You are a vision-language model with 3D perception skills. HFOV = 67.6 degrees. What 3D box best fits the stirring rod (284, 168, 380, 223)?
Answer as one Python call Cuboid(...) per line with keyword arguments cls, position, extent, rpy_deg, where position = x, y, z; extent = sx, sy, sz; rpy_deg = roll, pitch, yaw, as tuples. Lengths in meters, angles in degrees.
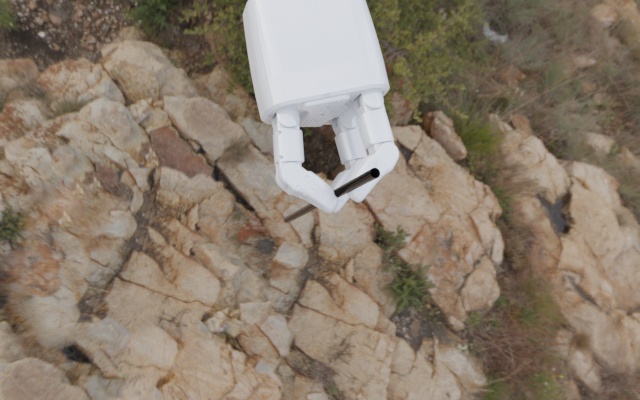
Cuboid(cls="stirring rod", position=(0.000, 0.001, 0.462), extent=(0.011, 0.011, 0.239), rpy_deg=(0, -10, -20))
